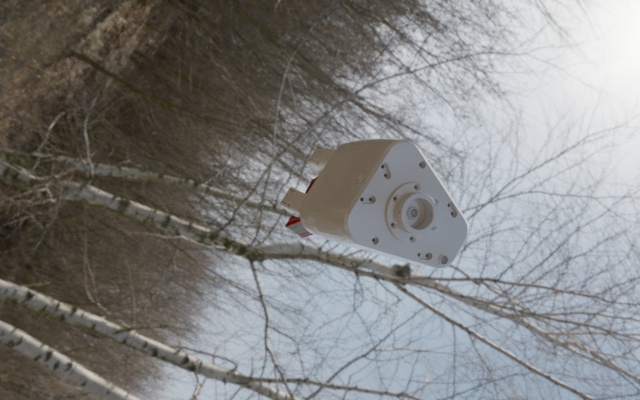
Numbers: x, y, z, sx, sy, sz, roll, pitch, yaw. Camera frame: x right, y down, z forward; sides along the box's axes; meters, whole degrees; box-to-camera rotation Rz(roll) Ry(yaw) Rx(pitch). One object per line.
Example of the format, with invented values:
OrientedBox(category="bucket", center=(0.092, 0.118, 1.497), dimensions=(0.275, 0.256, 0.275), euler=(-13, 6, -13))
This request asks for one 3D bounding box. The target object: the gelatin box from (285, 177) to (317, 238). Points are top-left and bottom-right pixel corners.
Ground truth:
OrientedBox(category="gelatin box", center=(0.000, 0.002, 0.557), dimensions=(0.030, 0.073, 0.089), euler=(35, -22, -14))
